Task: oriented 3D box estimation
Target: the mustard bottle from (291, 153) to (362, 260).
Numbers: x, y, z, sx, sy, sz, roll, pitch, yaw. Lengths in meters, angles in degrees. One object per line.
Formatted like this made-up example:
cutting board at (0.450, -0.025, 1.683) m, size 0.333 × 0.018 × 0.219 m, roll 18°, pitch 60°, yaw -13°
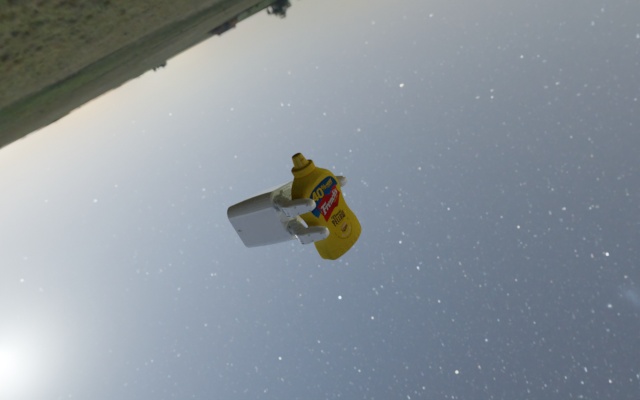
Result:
mustard bottle at (0.001, 0.003, 0.825) m, size 0.058 × 0.192 × 0.096 m, roll 0°, pitch 36°, yaw 48°
